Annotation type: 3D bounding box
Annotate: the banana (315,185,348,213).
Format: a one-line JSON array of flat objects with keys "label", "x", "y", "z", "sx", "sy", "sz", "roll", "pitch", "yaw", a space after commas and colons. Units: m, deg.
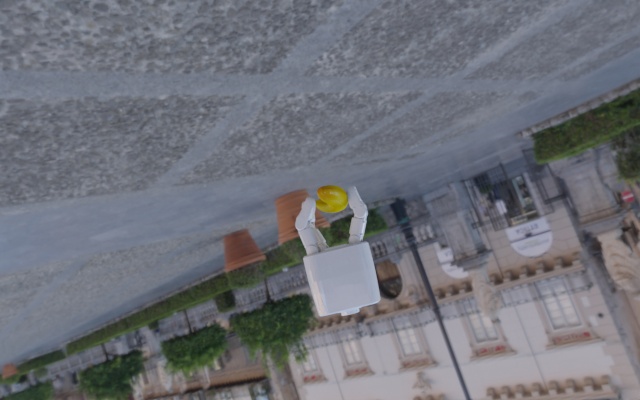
[{"label": "banana", "x": 0.018, "y": 0.001, "z": 0.867, "sx": 0.069, "sy": 0.037, "sz": 0.198, "roll": -8, "pitch": -7, "yaw": -9}]
